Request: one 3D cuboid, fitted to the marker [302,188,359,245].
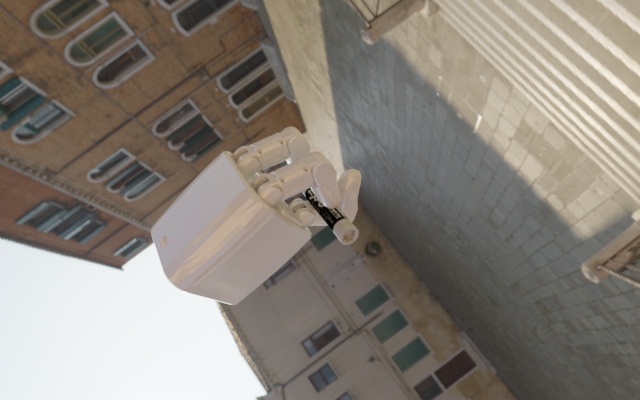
[{"bbox_3d":[0.000,0.001,0.467,0.020,0.020,0.121,0,31,-30],"label":"marker"}]
